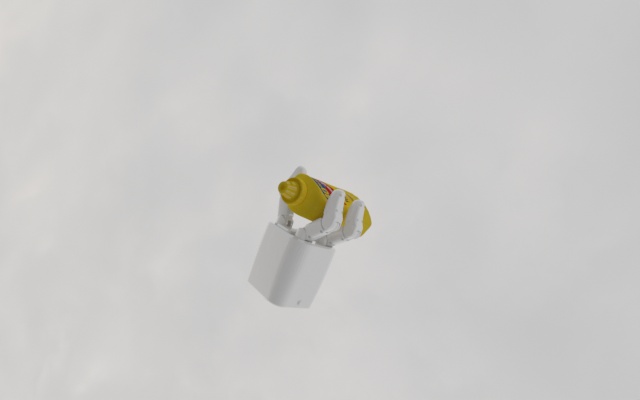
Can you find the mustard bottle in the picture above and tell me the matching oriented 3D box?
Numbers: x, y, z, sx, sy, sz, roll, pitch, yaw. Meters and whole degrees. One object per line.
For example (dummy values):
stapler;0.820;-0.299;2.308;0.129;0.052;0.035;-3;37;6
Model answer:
mustard bottle;0.000;0.002;0.751;0.192;0.058;0.096;20;27;-52
